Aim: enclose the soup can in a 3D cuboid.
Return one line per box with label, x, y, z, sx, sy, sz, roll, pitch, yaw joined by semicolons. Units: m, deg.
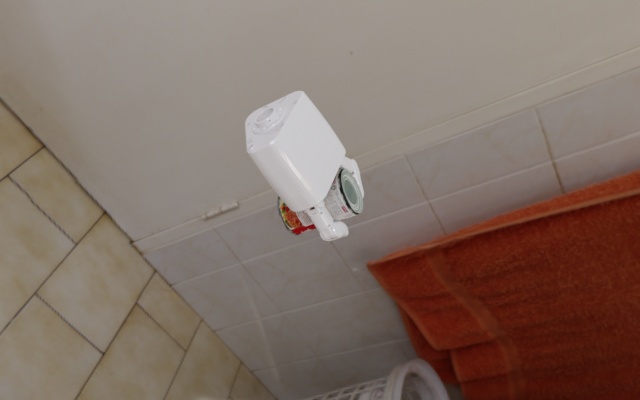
soup can;0.001;0.003;0.670;0.102;0.068;0.068;-20;-8;24
